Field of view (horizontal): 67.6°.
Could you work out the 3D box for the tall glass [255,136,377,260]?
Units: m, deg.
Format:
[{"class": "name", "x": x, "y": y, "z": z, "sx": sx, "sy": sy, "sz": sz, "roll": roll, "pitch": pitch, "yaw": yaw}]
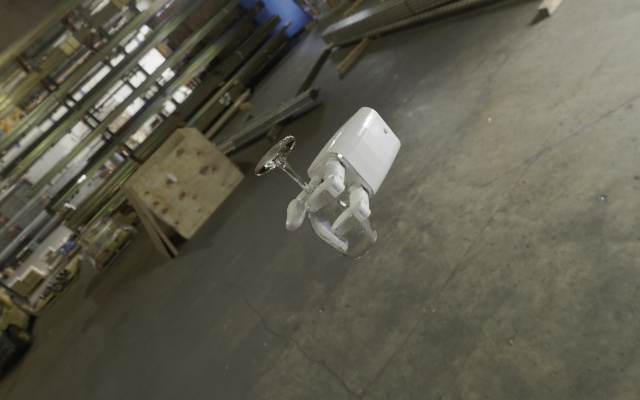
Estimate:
[{"class": "tall glass", "x": 0.000, "y": 0.002, "z": 0.701, "sx": 0.201, "sy": 0.079, "sz": 0.079, "roll": 46, "pitch": -23, "yaw": -24}]
